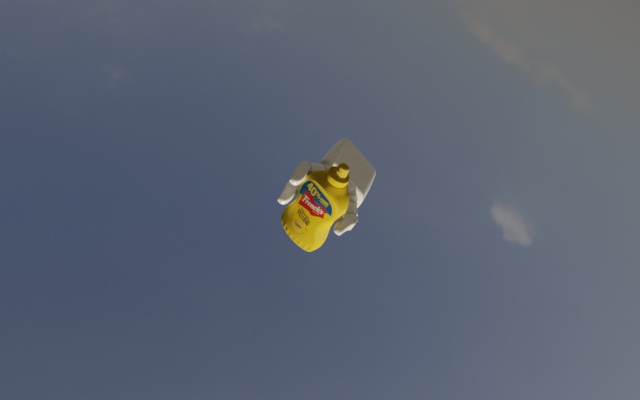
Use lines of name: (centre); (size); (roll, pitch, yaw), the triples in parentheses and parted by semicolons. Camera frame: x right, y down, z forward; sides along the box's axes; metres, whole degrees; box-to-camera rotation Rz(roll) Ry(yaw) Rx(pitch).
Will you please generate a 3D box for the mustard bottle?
mustard bottle: (0.000, 0.003, 0.866); (0.058, 0.096, 0.192); (-20, -27, -45)
